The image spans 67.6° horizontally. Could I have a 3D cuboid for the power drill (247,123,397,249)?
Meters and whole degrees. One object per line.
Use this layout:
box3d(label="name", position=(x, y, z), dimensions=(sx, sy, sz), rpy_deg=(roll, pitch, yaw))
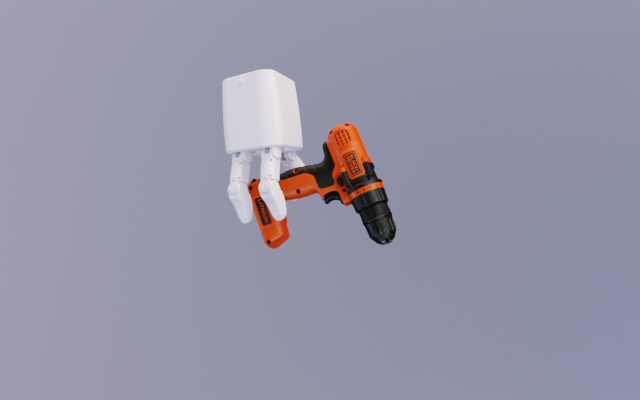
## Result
box3d(label="power drill", position=(0.000, 0.002, 0.693), dimensions=(0.187, 0.184, 0.057), rpy_deg=(-23, -14, 10))
